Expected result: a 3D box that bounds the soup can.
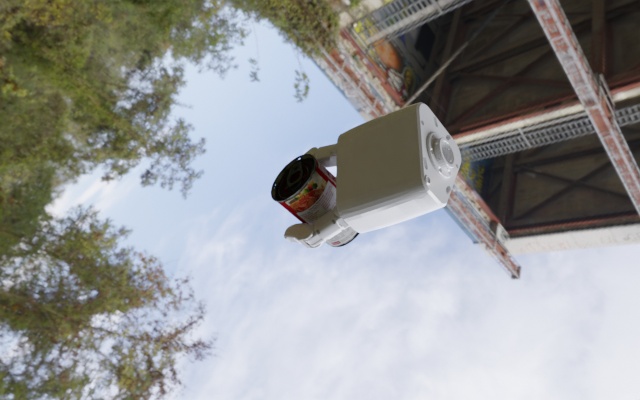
[{"bbox_3d":[0.000,0.002,0.571,0.102,0.068,0.068,42,-25,-31],"label":"soup can"}]
